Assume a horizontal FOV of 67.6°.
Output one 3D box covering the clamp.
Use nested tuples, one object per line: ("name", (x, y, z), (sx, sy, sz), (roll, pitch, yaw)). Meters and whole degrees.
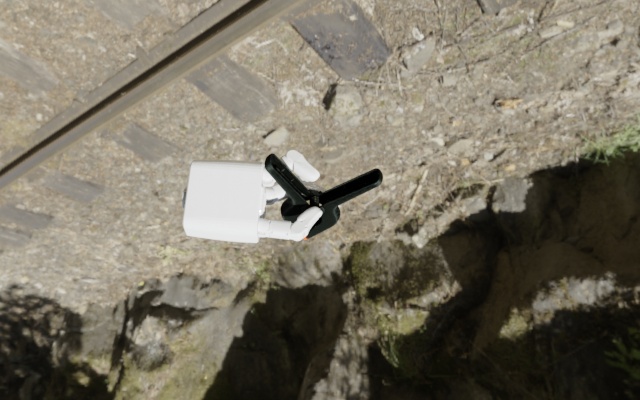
("clamp", (0.000, 0.003, 0.728), (0.164, 0.036, 0.210), (5, -31, -1))
